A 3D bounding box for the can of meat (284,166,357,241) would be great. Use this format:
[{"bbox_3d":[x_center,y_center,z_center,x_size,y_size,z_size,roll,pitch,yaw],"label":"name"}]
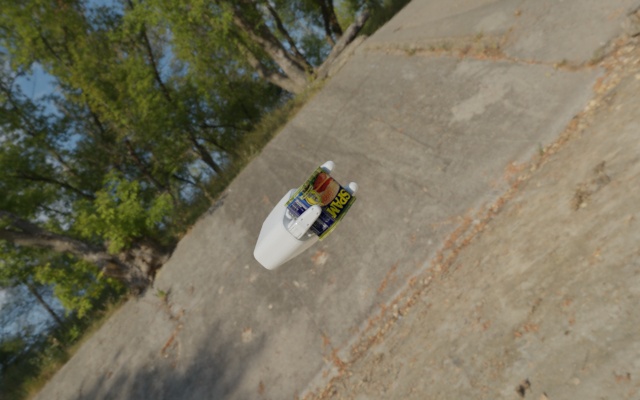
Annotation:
[{"bbox_3d":[0.000,0.002,0.789,0.057,0.084,0.102,-45,5,42],"label":"can of meat"}]
